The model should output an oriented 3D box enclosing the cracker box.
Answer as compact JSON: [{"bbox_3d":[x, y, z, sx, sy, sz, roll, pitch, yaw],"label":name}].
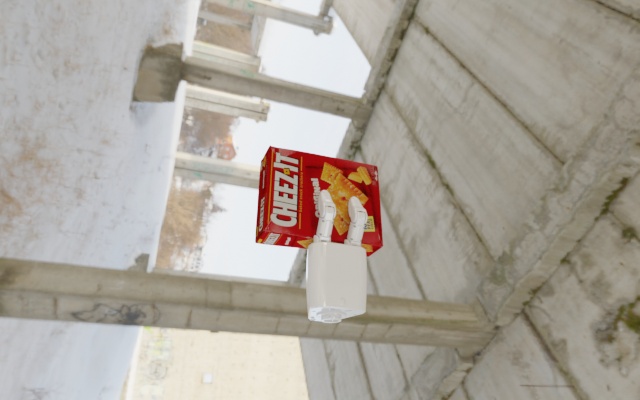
[{"bbox_3d":[0.000,0.003,0.847,0.214,0.164,0.072,9,-27,-18],"label":"cracker box"}]
